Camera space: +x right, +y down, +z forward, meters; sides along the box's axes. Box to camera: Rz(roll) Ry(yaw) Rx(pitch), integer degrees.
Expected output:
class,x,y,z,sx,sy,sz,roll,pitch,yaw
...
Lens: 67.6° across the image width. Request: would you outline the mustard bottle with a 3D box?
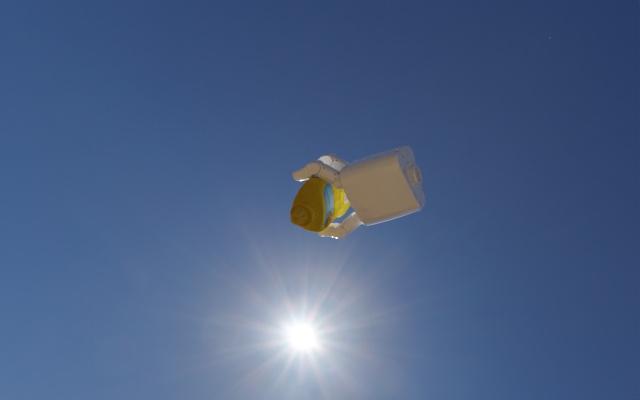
class,x,y,z,sx,sy,sz,roll,pitch,yaw
mustard bottle,0.000,0.003,0.839,0.058,0.096,0.191,10,21,22
